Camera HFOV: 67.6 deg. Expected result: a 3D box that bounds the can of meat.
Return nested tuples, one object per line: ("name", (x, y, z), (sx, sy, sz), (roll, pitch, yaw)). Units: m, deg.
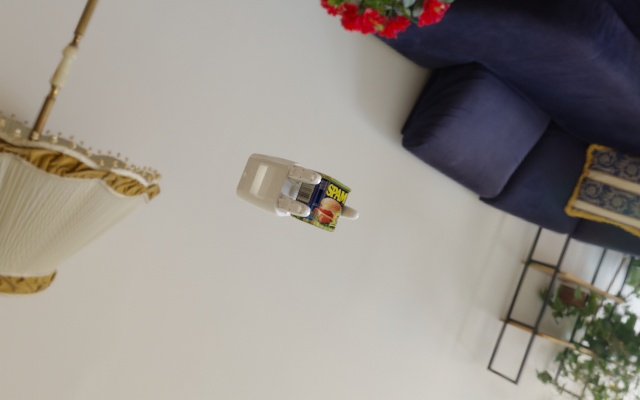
("can of meat", (0.000, 0.003, 0.812), (0.057, 0.084, 0.102), (19, -4, 32))
